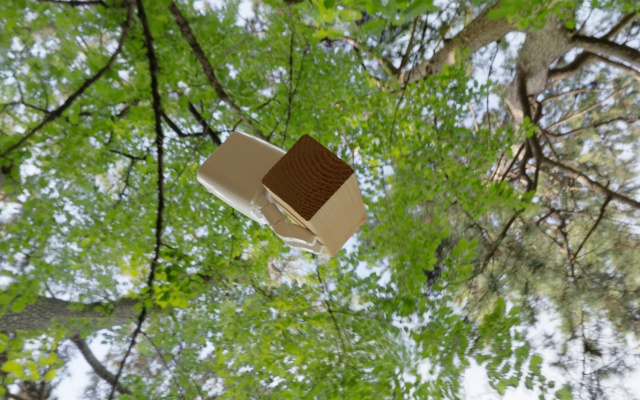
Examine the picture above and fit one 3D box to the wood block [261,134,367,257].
[{"bbox_3d":[0.000,0.002,0.699,0.090,0.091,0.206,39,-8,20],"label":"wood block"}]
